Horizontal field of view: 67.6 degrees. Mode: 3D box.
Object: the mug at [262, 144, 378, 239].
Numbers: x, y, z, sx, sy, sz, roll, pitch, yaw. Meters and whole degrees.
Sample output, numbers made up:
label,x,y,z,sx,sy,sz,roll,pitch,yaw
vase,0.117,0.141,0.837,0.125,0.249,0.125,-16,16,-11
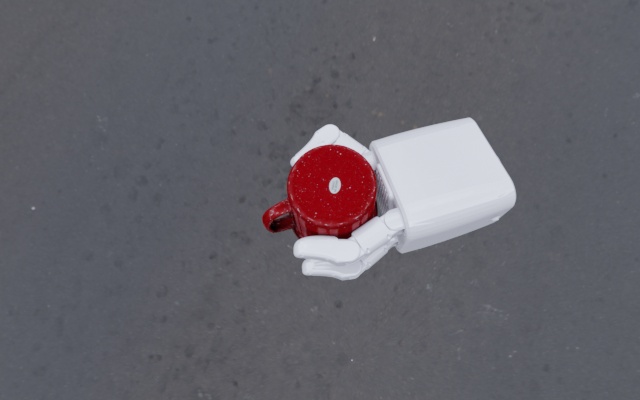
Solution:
label,x,y,z,sx,sy,sz,roll,pitch,yaw
mug,-0.001,0.002,0.458,0.117,0.093,0.081,-17,-19,-3
